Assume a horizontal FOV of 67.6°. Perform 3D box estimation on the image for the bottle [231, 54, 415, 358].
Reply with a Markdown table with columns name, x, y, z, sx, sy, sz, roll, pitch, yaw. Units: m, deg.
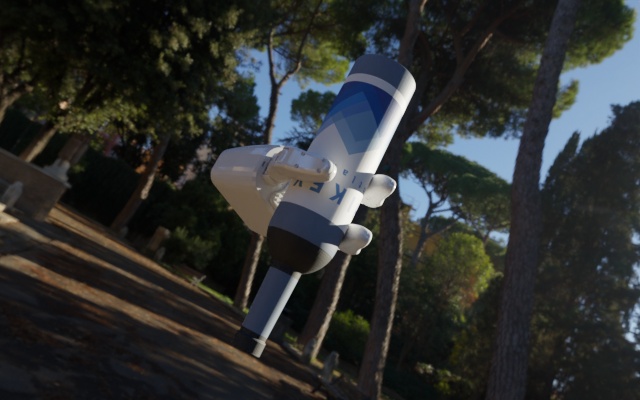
| name | x | y | z | sx | sy | sz | roll | pitch | yaw |
| --- | --- | --- | --- | --- | --- | --- | --- | --- | --- |
| bottle | 0.000 | 0.001 | 0.444 | 0.069 | 0.295 | 0.069 | 25 | -15 | 7 |
